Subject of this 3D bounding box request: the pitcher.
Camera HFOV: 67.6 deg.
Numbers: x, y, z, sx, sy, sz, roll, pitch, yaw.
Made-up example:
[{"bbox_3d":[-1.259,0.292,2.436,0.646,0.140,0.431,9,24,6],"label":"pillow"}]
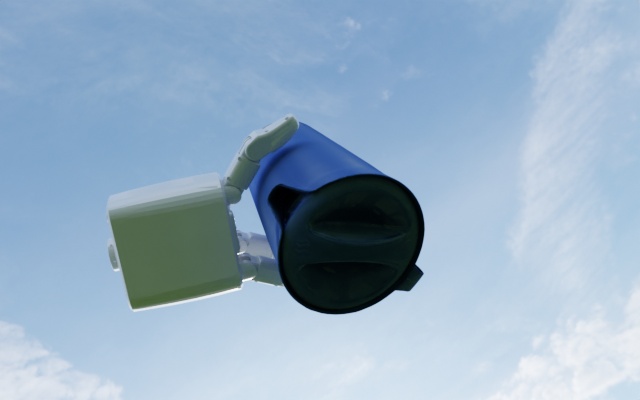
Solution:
[{"bbox_3d":[0.000,0.002,0.501,0.145,0.149,0.242,-14,27,-13],"label":"pitcher"}]
